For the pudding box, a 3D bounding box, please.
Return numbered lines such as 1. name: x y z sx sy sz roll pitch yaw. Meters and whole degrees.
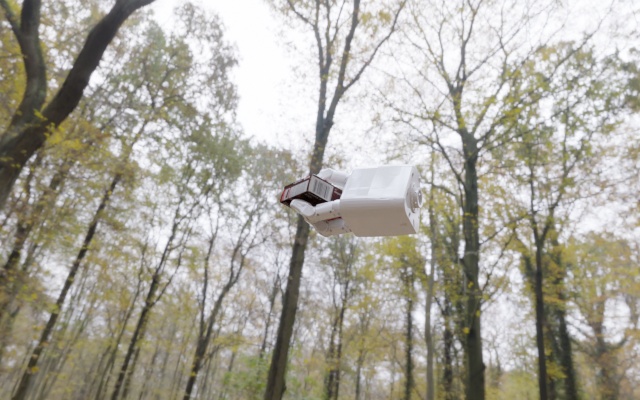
1. pudding box: 0.000 0.003 0.837 0.113 0.039 0.090 30 -30 -27
